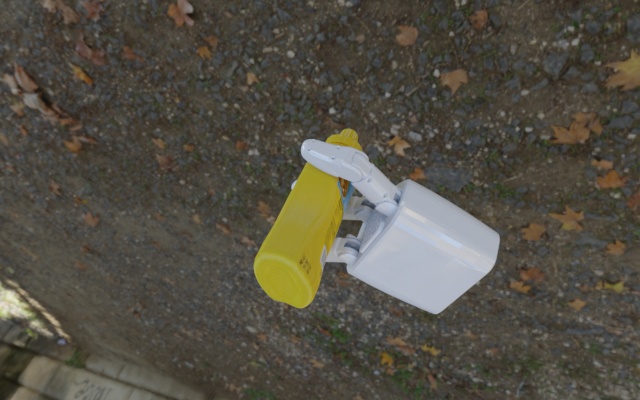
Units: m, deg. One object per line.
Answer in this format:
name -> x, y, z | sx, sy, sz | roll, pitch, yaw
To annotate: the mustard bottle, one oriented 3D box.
mustard bottle -> 0.000, 0.002, 0.468 | 0.058, 0.191, 0.096 | 16, -33, 14
